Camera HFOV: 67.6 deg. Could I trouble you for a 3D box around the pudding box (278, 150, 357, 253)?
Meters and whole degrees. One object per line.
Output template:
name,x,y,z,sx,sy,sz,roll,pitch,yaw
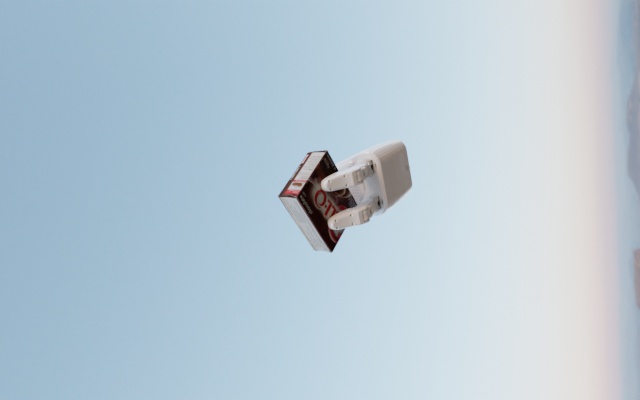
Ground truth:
pudding box,0.000,0.002,0.655,0.039,0.090,0.113,-1,-44,38
